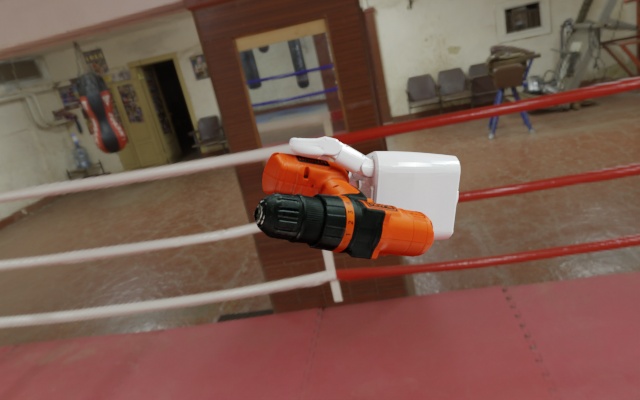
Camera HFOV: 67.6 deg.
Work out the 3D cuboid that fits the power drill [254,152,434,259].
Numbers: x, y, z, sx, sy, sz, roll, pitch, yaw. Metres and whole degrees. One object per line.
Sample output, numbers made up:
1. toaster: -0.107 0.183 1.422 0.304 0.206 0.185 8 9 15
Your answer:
1. power drill: 0.000 0.001 0.504 0.184 0.057 0.187 11 16 -27
